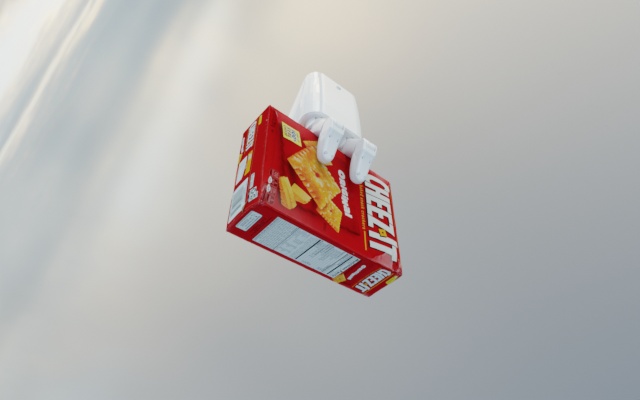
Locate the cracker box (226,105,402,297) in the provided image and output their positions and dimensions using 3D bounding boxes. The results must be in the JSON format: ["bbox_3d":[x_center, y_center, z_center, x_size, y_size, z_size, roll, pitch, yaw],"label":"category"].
[{"bbox_3d":[0.000,0.002,0.593,0.214,0.164,0.072,29,-49,-28],"label":"cracker box"}]
